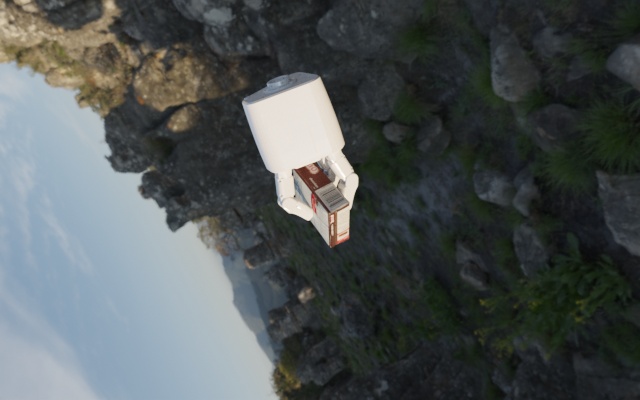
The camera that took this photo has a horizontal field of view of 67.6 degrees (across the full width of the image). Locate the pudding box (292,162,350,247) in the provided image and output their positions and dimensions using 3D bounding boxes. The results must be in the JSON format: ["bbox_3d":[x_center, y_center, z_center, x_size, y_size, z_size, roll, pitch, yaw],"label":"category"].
[{"bbox_3d":[0.000,0.002,0.729,0.039,0.113,0.090,-26,-35,-16],"label":"pudding box"}]
